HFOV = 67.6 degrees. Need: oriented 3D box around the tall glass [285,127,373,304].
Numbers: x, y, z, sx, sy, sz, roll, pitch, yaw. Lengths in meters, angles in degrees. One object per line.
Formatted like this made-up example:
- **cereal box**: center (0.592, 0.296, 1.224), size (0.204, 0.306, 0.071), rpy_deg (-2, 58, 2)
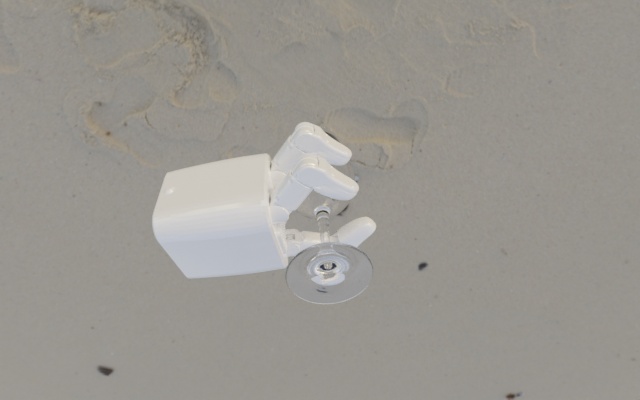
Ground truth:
- **tall glass**: center (0.000, 0.002, 0.478), size (0.079, 0.079, 0.200), rpy_deg (0, 38, -5)
